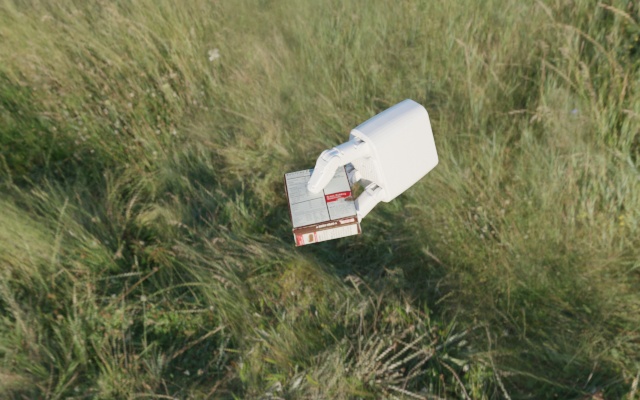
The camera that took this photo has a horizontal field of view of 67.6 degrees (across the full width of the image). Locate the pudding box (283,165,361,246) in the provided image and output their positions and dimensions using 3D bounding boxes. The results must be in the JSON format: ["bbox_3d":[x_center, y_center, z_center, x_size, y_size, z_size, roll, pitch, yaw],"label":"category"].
[{"bbox_3d":[0.000,0.002,0.656,0.090,0.039,0.113,-12,45,0],"label":"pudding box"}]
